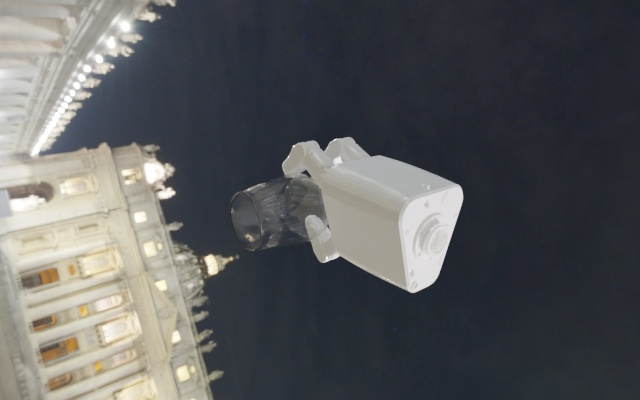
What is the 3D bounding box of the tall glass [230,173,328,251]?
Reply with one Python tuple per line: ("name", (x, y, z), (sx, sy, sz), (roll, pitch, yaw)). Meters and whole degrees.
("tall glass", (0.001, 0.002, 0.545), (0.201, 0.079, 0.079), (-14, 9, -37))
